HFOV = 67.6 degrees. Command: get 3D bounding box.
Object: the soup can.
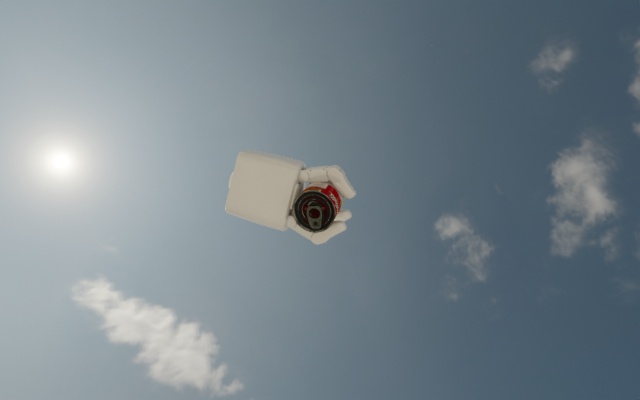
[{"bbox_3d":[0.001,0.002,0.772,0.068,0.068,0.102,0,18,13],"label":"soup can"}]
